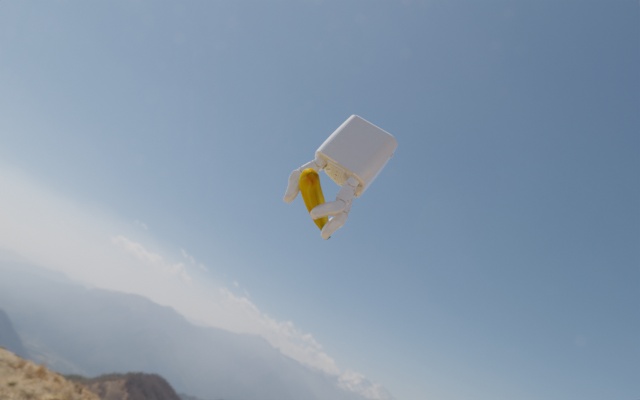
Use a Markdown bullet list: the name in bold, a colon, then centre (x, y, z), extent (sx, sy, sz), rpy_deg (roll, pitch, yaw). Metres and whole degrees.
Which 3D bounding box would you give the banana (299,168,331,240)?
- **banana**: centre (-0.009, -0.007, 0.848), extent (0.037, 0.069, 0.198), rpy_deg (-33, -34, -10)
